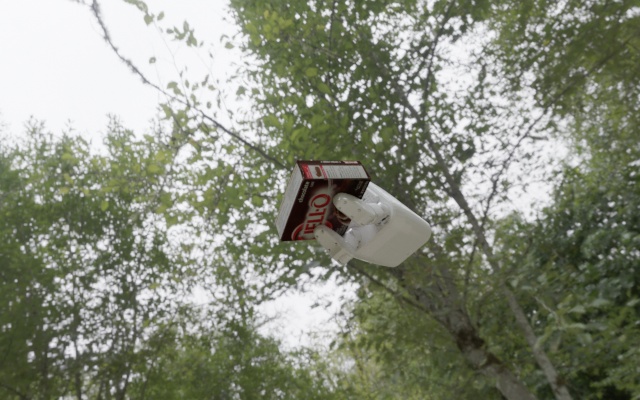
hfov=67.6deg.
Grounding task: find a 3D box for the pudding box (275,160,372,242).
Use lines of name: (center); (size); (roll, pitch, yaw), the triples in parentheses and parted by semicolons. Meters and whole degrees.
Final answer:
pudding box: (0.000, 0.002, 0.594); (0.090, 0.114, 0.039); (-3, 45, -26)
